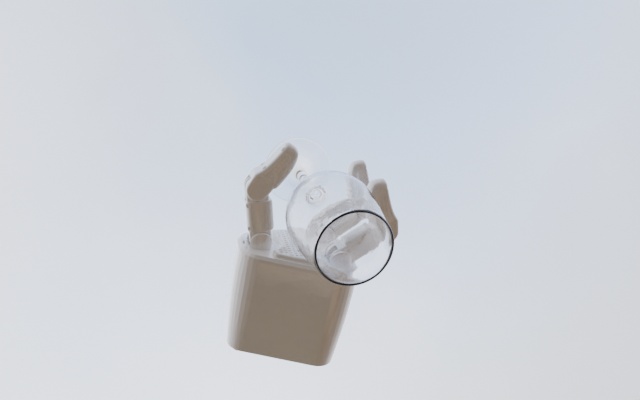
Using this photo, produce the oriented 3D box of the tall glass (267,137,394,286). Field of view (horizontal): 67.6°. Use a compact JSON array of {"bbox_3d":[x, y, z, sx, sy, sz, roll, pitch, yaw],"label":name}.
[{"bbox_3d":[0.000,0.001,0.437,0.079,0.079,0.201,0,20,-16],"label":"tall glass"}]
